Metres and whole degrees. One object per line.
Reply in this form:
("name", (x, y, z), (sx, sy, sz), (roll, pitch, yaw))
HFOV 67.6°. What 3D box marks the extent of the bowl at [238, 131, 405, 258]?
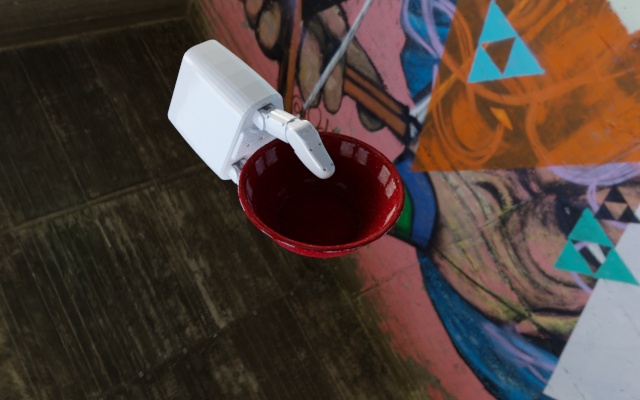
("bowl", (0.001, 0.003, 0.479), (0.162, 0.162, 0.055), (0, -43, -5))
